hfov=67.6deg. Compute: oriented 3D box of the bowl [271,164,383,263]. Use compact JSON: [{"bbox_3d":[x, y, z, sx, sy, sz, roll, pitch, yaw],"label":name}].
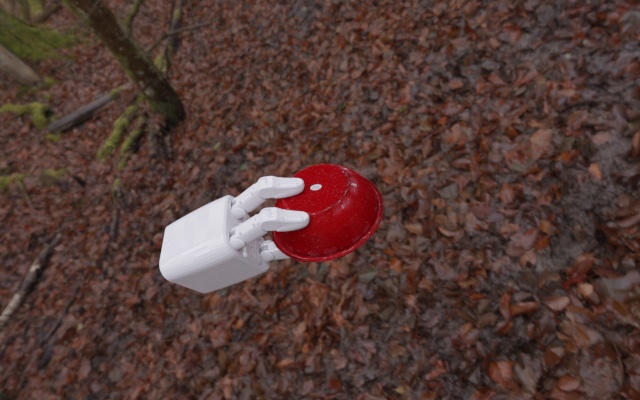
[{"bbox_3d":[0.001,0.001,0.638,0.162,0.162,0.055,0,-42,22],"label":"bowl"}]
